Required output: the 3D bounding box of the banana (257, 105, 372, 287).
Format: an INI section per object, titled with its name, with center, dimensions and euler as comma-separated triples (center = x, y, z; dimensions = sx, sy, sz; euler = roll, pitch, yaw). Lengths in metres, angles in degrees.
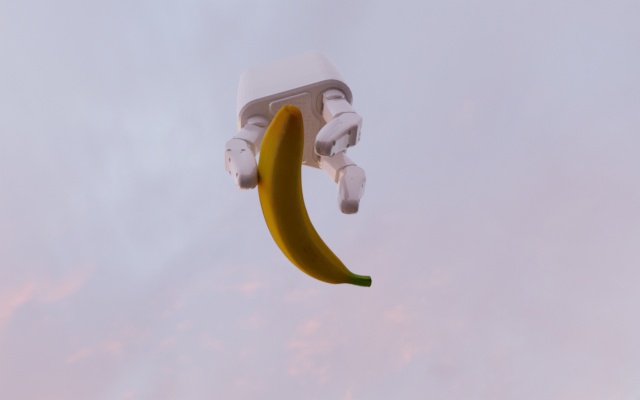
[banana]
center = -0.016, 0.010, 0.417
dimensions = 0.069, 0.198, 0.037
euler = -20, 34, 7
